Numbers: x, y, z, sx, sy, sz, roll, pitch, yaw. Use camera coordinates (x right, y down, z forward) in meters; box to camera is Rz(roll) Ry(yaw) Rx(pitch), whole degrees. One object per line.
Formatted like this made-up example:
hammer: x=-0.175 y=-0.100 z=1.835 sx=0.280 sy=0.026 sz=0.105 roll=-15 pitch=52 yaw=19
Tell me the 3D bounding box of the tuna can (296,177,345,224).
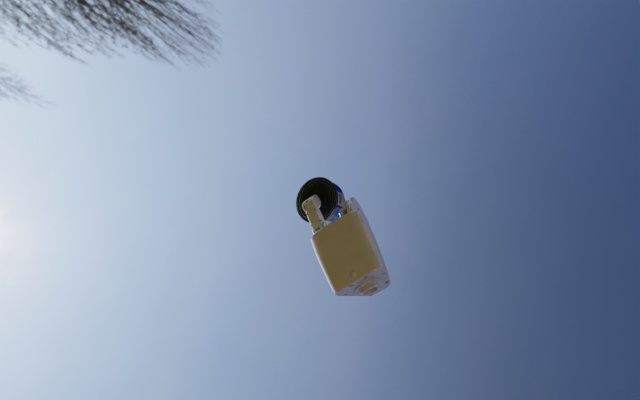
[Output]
tuna can: x=0.000 y=0.003 z=0.868 sx=0.086 sy=0.086 sz=0.034 roll=0 pitch=-14 yaw=31
